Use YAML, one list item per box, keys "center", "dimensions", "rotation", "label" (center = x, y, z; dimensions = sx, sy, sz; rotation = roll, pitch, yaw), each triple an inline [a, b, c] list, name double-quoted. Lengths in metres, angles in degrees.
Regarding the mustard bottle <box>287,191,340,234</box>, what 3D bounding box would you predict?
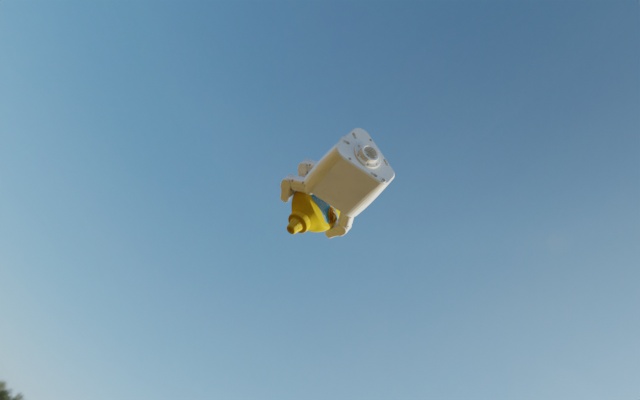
- center: [0.000, 0.003, 0.883]
  dimensions: [0.058, 0.096, 0.191]
  rotation: [-13, 22, 43]
  label: "mustard bottle"
